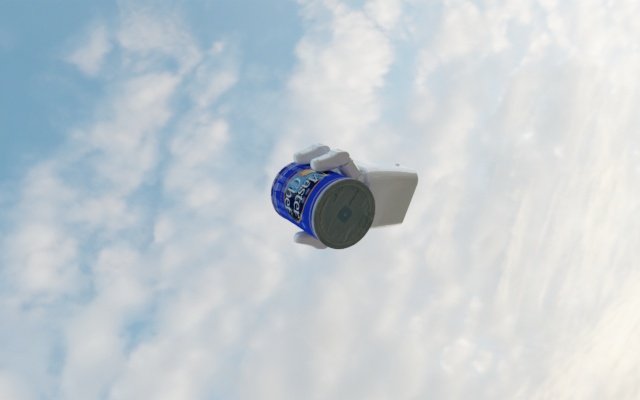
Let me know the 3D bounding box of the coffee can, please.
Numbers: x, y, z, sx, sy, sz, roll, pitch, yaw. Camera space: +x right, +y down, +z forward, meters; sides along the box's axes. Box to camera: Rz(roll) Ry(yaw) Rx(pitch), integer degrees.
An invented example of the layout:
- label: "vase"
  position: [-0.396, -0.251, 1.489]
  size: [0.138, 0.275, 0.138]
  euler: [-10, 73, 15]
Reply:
- label: "coffee can"
  position: [0.000, 0.002, 0.719]
  size: [0.103, 0.103, 0.140]
  euler: [0, 15, -31]
